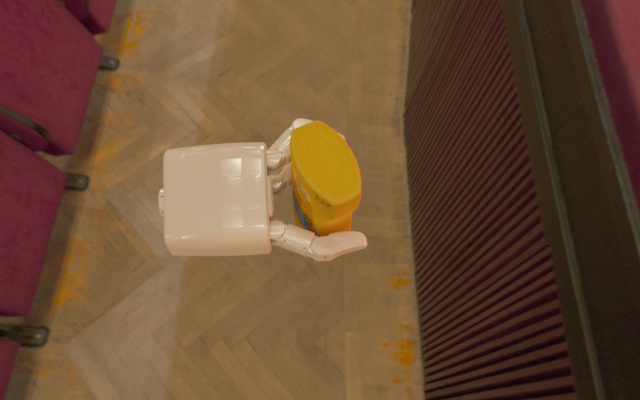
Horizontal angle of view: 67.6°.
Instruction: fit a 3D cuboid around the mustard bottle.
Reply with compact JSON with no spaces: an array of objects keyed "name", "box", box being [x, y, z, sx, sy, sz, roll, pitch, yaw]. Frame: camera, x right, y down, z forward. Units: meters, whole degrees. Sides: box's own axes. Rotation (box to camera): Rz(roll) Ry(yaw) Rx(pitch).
[{"name":"mustard bottle","box":[0.000,0.002,0.537,0.058,0.096,0.192,-25,-22,-14]}]
